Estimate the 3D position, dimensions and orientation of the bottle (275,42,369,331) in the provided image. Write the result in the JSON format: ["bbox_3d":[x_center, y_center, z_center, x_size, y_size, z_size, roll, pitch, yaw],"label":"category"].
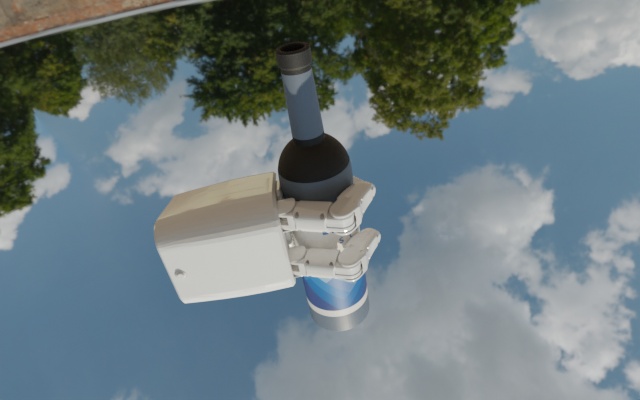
[{"bbox_3d":[0.000,0.002,0.450,0.069,0.296,0.069,-7,35,5],"label":"bottle"}]
